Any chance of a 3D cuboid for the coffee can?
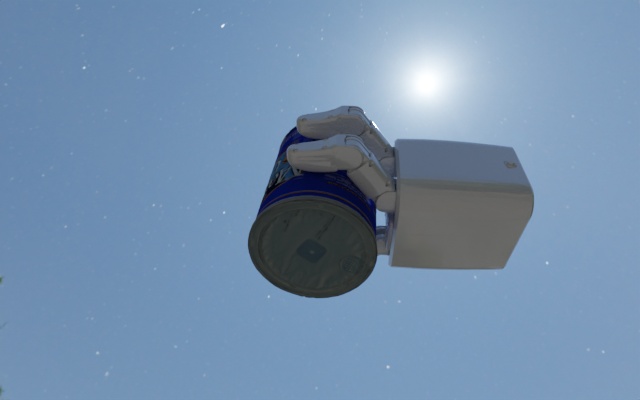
[{"bbox_3d":[0.000,0.002,0.431,0.103,0.103,0.140,0,35,7],"label":"coffee can"}]
